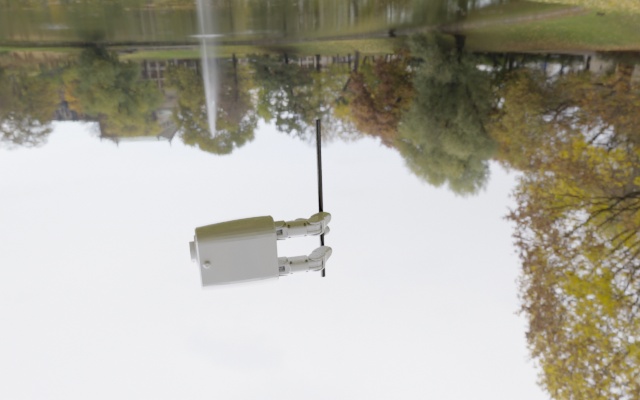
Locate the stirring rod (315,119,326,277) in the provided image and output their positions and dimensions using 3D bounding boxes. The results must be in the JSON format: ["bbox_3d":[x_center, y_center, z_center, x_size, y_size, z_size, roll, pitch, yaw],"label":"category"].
[{"bbox_3d":[0.000,0.002,0.702,0.011,0.239,0.011,-2,18,1],"label":"stirring rod"}]
